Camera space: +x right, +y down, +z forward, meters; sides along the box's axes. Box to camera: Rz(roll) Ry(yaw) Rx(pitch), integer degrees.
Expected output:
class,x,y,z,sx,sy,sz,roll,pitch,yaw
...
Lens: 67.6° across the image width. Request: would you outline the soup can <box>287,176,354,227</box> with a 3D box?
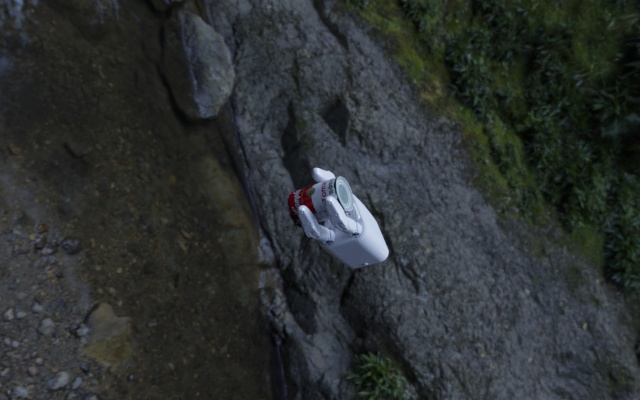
class,x,y,z,sx,sy,sz,roll,pitch,yaw
soup can,0.000,0.002,0.854,0.102,0.068,0.068,-18,-8,26
